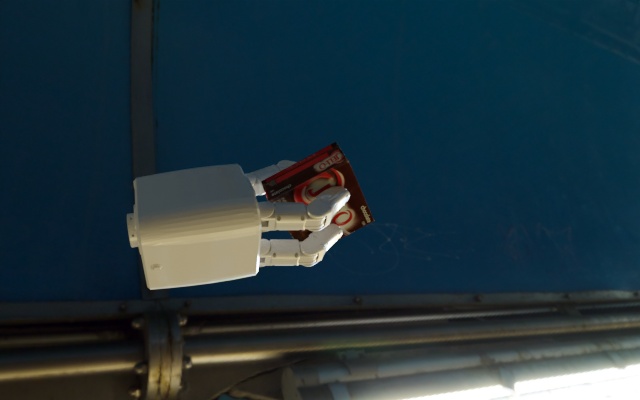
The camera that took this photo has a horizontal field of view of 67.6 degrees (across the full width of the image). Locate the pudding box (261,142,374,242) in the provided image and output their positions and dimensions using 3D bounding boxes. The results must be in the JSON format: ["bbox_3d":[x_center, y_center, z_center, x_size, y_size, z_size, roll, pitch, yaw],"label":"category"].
[{"bbox_3d":[0.000,0.002,0.517,0.090,0.039,0.114,-27,-39,2],"label":"pudding box"}]
